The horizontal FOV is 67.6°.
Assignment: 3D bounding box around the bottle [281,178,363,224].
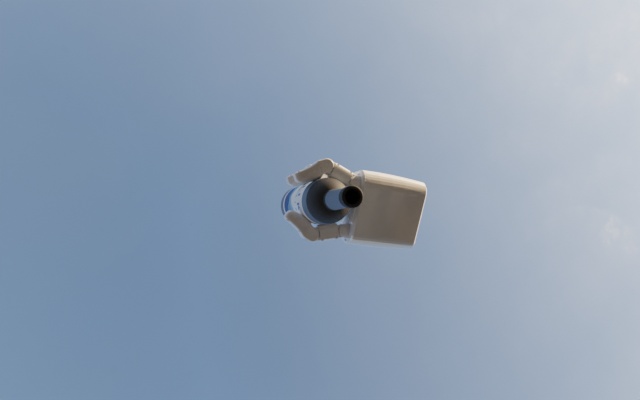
[{"bbox_3d":[0.000,0.002,0.712,0.069,0.069,0.296,0,-3,-15],"label":"bottle"}]
